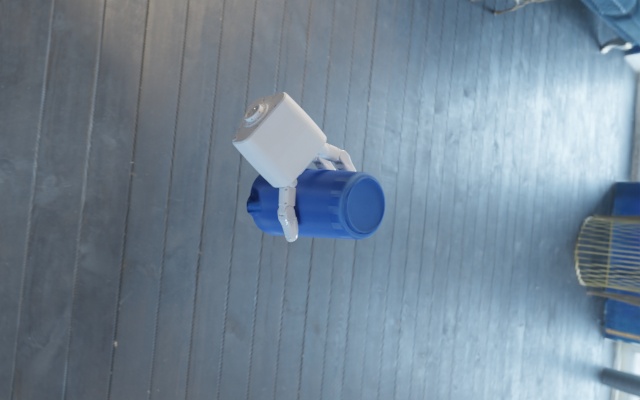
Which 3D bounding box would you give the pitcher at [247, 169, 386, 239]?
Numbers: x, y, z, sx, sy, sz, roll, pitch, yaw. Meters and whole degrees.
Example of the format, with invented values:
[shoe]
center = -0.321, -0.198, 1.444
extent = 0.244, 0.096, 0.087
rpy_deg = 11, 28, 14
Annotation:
[pitcher]
center = 0.000, 0.003, 0.846
extent = 0.243, 0.149, 0.145
rpy_deg = 3, -37, 48
